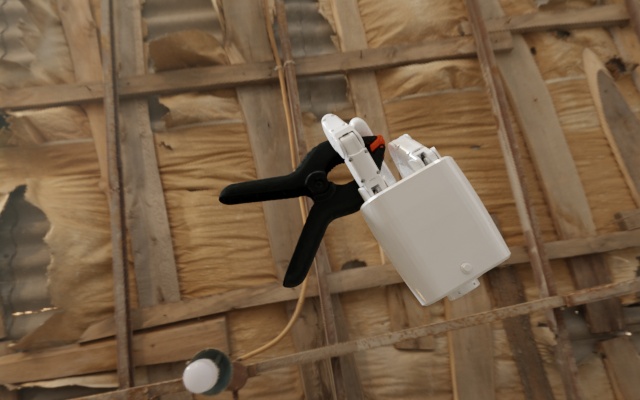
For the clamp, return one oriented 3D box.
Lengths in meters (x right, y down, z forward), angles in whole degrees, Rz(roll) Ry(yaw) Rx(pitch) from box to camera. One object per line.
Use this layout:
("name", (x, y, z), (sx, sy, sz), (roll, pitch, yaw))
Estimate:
("clamp", (0.000, 0.002, 0.464), (0.171, 0.120, 0.039), (-29, -13, -5))
